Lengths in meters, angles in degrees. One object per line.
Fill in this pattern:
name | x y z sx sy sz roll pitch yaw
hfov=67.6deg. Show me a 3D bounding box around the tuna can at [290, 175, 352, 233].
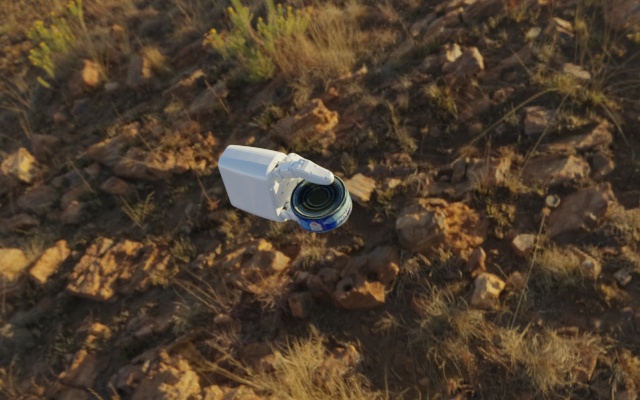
tuna can | 0.000 0.002 0.685 0.086 0.086 0.034 0 -37 17
